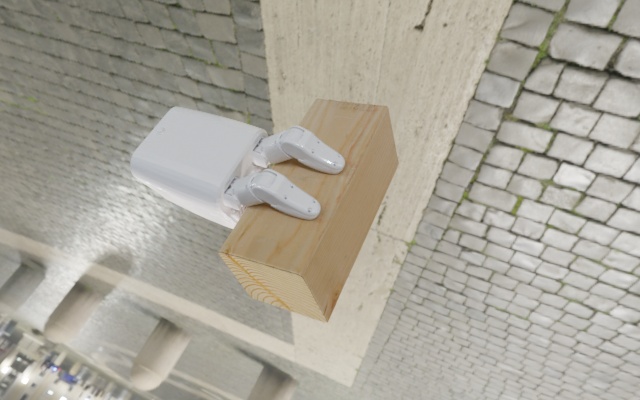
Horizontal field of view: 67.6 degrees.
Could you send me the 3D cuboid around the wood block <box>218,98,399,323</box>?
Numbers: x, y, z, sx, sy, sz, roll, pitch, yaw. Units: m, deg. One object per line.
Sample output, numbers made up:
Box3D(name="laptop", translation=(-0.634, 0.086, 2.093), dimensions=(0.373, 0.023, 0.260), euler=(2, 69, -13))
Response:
Box3D(name="wood block", translation=(0.000, 0.002, 0.483), dimensions=(0.090, 0.206, 0.091), euler=(12, -34, 26))
